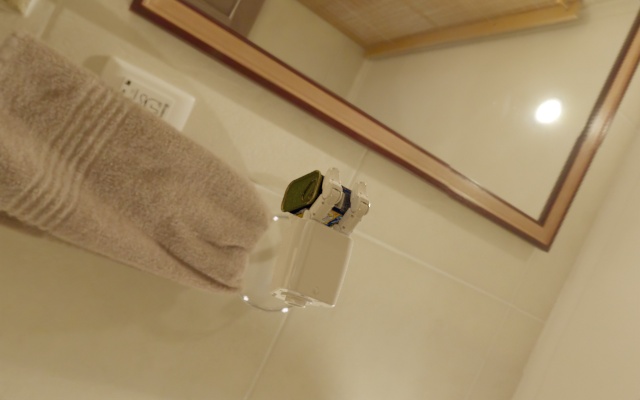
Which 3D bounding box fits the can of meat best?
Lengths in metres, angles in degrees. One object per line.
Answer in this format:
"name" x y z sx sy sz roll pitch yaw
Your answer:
"can of meat" 0.000 0.003 0.756 0.084 0.057 0.102 27 -26 -27
